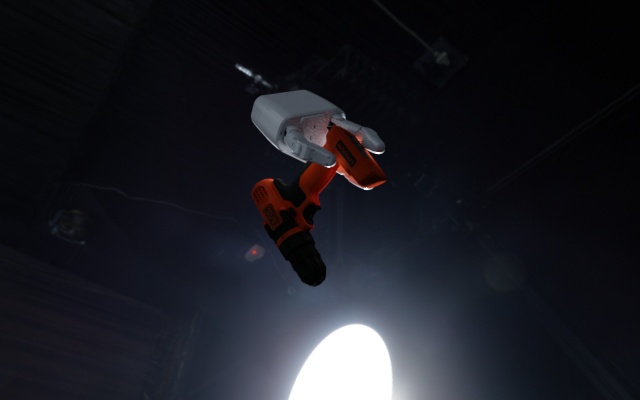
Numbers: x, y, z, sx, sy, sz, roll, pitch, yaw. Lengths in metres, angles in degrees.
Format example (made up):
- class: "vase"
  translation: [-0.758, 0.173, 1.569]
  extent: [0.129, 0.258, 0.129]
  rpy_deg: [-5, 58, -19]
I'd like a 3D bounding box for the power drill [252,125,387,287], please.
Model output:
- class: "power drill"
  translation: [0.000, 0.002, 0.676]
  extent: [0.188, 0.184, 0.057]
  rpy_deg: [-42, -26, 18]
